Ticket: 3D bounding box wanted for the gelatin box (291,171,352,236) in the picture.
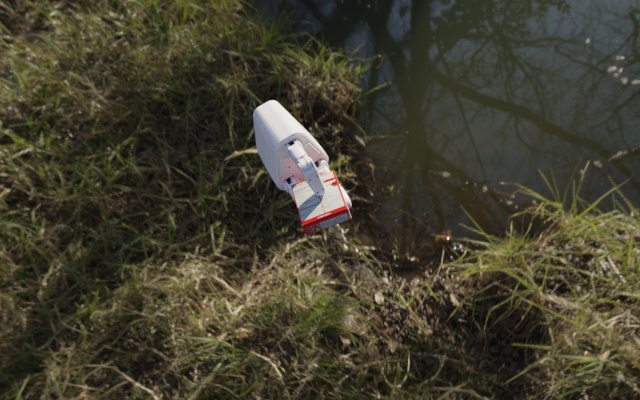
[{"bbox_3d":[0.000,0.002,0.734,0.073,0.089,0.030,-21,-42,3],"label":"gelatin box"}]
